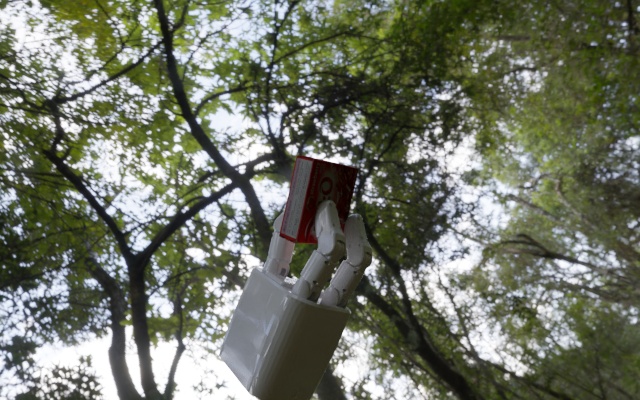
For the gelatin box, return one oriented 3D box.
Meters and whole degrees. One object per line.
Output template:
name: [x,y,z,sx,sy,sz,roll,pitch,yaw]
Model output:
gelatin box: [0.000,0.001,0.508,0.030,0.089,0.073,17,6,42]
